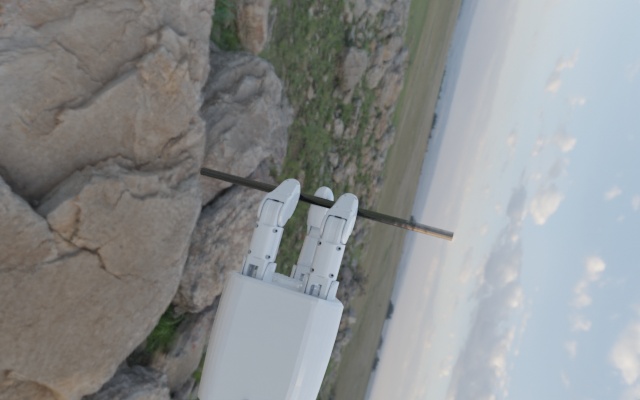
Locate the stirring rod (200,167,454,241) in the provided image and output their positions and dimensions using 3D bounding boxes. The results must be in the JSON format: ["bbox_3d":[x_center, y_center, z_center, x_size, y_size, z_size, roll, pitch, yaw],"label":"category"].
[{"bbox_3d":[0.000,0.001,0.436,0.239,0.011,0.011,15,3,11],"label":"stirring rod"}]
